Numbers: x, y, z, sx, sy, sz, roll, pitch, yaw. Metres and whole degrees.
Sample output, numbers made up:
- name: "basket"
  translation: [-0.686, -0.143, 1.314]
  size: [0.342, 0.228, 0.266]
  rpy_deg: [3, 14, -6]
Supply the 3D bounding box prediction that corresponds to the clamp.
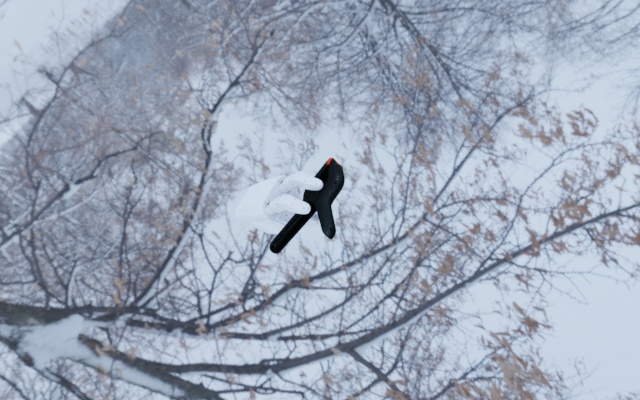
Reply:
- name: "clamp"
  translation: [0.001, 0.003, 0.869]
  size: [0.036, 0.210, 0.164]
  rpy_deg: [43, -31, -26]
